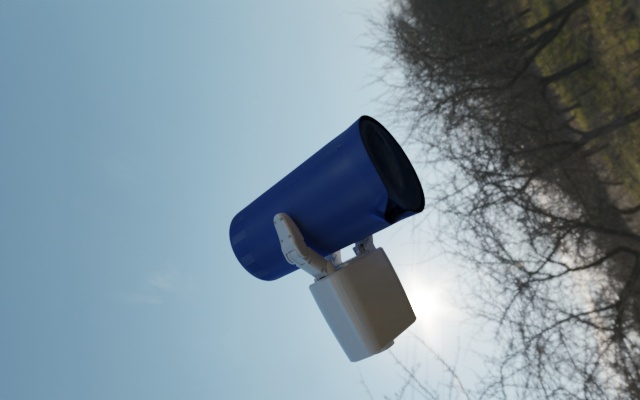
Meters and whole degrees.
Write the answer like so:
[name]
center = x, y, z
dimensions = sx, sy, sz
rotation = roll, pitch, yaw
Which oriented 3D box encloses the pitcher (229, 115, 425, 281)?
[pitcher]
center = 0.000, 0.002, 0.619
dimensions = 0.243, 0.145, 0.149
rotation = -31, -7, 27
